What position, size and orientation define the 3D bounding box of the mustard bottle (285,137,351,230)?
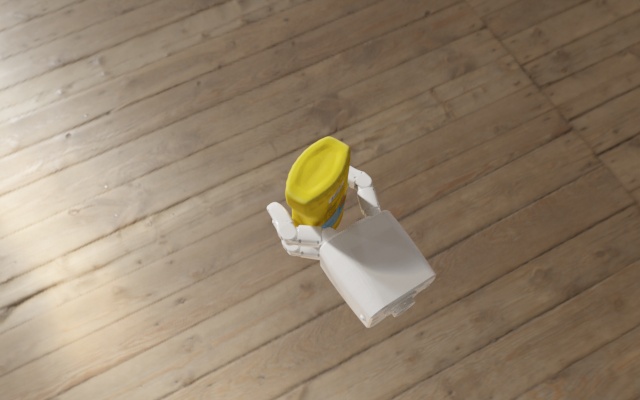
[{"bbox_3d":[0.000,0.002,0.636,0.058,0.096,0.192,29,-20,14],"label":"mustard bottle"}]
